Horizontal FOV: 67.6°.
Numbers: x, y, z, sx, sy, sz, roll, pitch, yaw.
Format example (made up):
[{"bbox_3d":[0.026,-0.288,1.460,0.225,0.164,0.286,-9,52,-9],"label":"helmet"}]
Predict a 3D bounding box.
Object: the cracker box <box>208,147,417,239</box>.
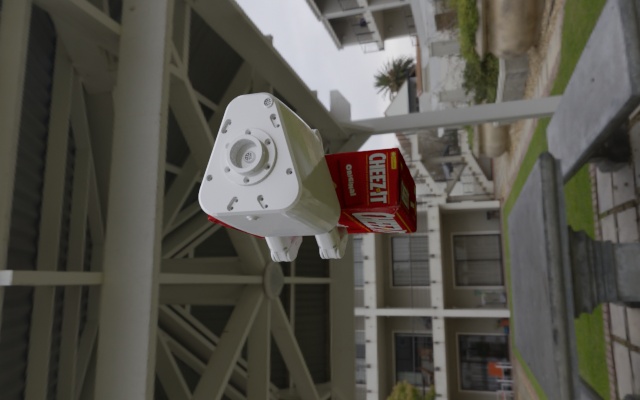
[{"bbox_3d":[0.000,0.002,0.572,0.214,0.072,0.164,-3,-12,17],"label":"cracker box"}]
